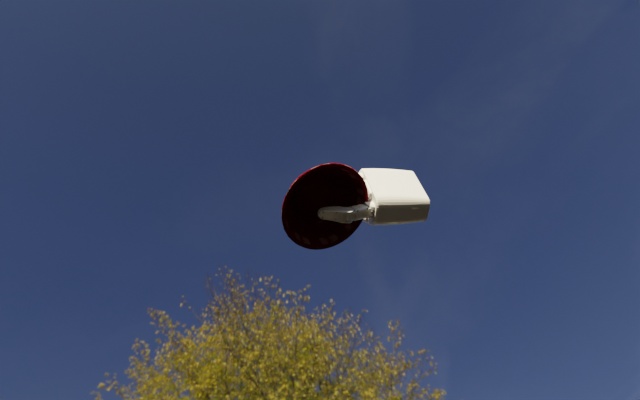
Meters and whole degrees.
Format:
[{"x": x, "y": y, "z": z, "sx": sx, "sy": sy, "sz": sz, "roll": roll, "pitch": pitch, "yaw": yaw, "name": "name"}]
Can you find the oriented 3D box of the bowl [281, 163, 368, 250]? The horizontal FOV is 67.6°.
[{"x": -0.001, "y": 0.002, "z": 0.831, "sx": 0.162, "sy": 0.162, "sz": 0.055, "roll": 0, "pitch": 24, "yaw": -26, "name": "bowl"}]
